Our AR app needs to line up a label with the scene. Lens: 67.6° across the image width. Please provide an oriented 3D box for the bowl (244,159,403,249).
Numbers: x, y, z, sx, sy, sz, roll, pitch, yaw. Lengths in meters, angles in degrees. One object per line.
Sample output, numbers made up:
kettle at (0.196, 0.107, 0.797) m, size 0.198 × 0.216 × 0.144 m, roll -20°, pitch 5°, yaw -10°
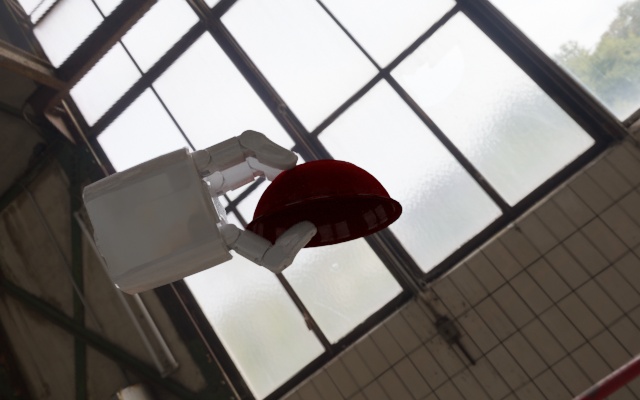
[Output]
bowl at (0.001, 0.001, 0.492) m, size 0.162 × 0.055 × 0.162 m, roll -8°, pitch -20°, yaw -3°
